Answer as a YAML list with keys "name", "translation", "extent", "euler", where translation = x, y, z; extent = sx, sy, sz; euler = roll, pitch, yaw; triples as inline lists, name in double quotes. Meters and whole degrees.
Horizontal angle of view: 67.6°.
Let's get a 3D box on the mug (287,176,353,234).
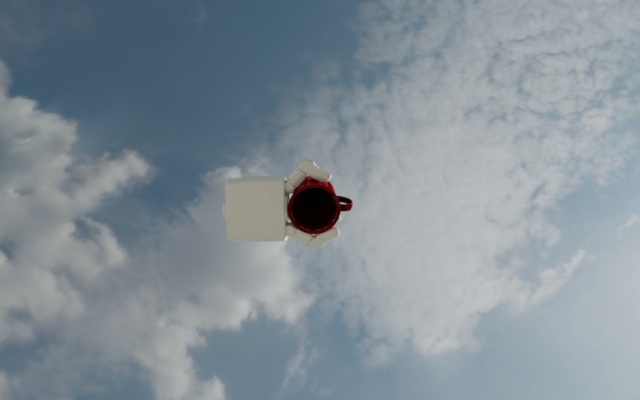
- name: "mug"
  translation: [0.002, 0.003, 0.867]
  extent: [0.117, 0.093, 0.081]
  euler: [0, 20, -1]
